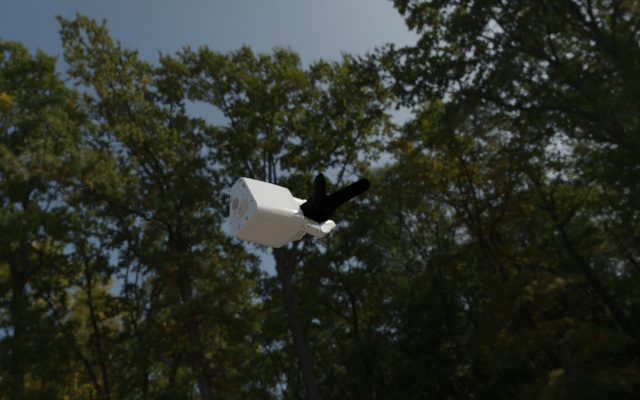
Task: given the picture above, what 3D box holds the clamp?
[{"bbox_3d":[0.000,0.003,0.900,0.120,0.039,0.171,17,-47,-39],"label":"clamp"}]
